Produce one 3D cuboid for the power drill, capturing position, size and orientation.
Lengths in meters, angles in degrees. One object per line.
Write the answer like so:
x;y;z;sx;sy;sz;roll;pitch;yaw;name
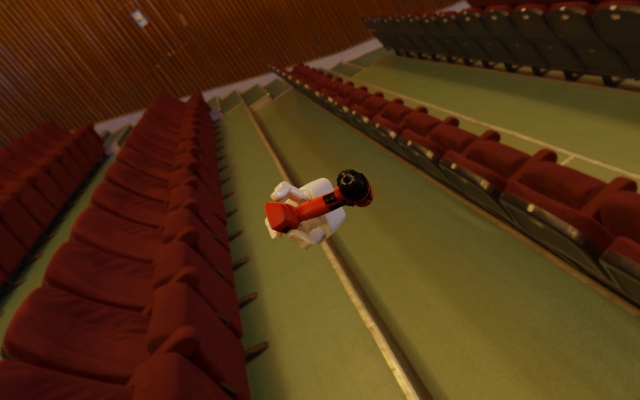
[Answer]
0.000;0.003;0.850;0.187;0.057;0.184;-19;-14;10;power drill
